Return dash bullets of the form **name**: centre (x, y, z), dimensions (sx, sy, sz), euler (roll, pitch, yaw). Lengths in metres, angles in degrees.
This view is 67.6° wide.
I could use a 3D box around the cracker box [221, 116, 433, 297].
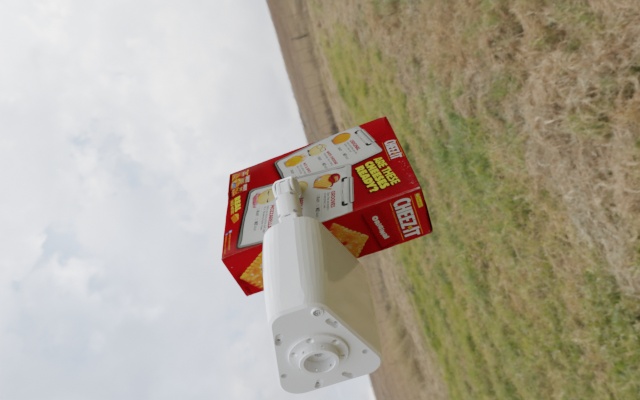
- **cracker box**: centre (0.000, 0.002, 0.550), dimensions (0.214, 0.072, 0.164), euler (-19, 35, 7)
